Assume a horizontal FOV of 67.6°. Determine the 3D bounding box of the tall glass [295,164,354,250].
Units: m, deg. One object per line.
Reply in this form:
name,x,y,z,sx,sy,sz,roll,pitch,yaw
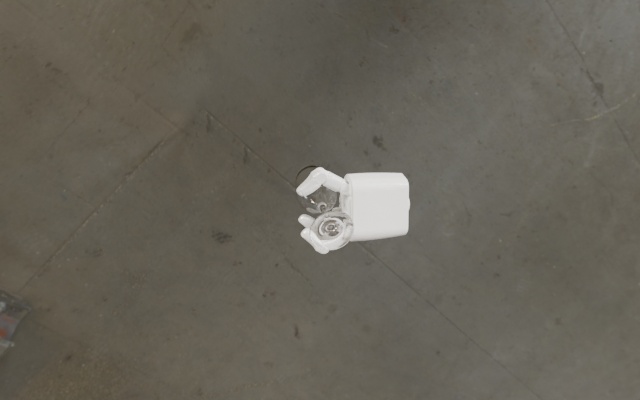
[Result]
tall glass,0.000,0.003,0.853,0.079,0.079,0.201,0,28,-13
